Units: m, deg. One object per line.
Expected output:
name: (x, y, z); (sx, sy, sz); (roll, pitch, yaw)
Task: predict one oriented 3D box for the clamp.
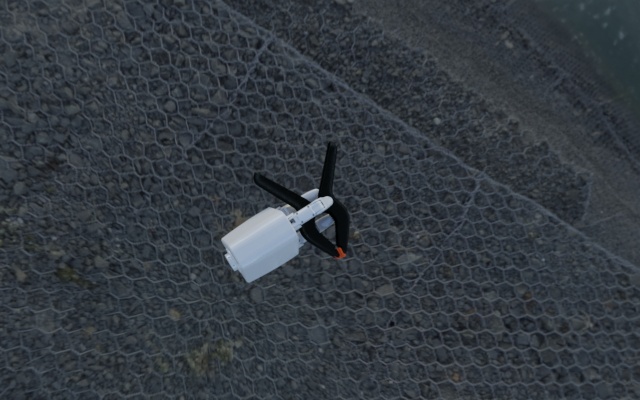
clamp: (0.000, 0.003, 0.860); (0.164, 0.210, 0.036); (-32, -3, -13)
